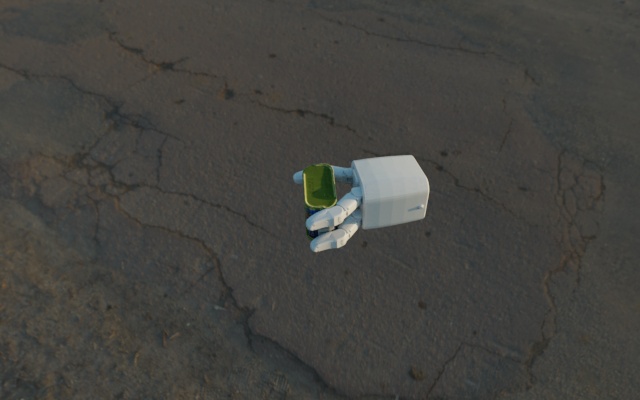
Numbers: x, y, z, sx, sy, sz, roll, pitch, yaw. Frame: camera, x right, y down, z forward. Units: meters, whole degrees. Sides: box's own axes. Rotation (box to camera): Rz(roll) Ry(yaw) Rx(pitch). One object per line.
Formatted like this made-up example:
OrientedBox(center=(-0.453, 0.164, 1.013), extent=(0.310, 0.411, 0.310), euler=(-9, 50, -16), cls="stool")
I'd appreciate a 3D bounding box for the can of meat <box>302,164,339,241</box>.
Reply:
OrientedBox(center=(0.000, 0.002, 0.782), extent=(0.057, 0.102, 0.084), euler=(-5, -41, -1), cls="can of meat")
